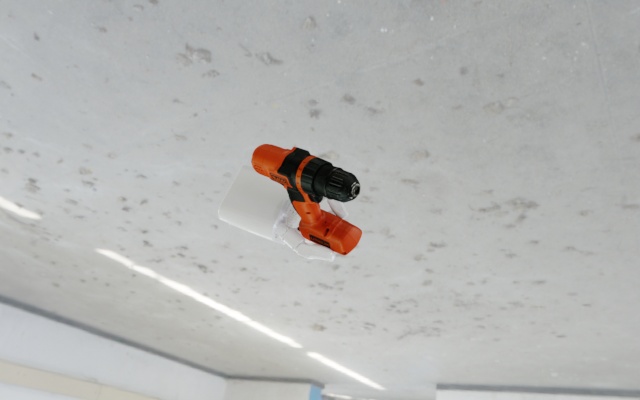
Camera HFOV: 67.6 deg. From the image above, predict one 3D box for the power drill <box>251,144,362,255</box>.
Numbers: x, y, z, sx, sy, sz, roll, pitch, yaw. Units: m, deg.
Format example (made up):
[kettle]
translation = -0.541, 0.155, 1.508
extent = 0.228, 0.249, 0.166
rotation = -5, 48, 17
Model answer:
[power drill]
translation = 0.000, 0.003, 0.701
extent = 0.184, 0.057, 0.188
rotation = 23, -27, 37
